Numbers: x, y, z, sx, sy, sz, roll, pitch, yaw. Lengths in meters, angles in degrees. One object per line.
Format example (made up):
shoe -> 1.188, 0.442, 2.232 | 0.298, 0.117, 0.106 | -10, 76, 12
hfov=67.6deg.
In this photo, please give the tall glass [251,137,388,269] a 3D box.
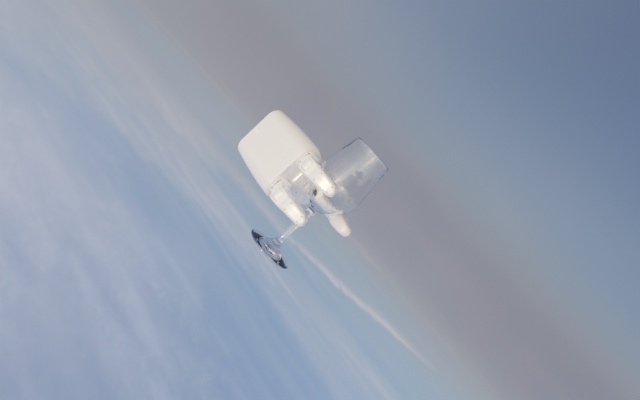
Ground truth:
tall glass -> 0.000, 0.003, 0.668 | 0.201, 0.079, 0.079 | -42, -5, 6
